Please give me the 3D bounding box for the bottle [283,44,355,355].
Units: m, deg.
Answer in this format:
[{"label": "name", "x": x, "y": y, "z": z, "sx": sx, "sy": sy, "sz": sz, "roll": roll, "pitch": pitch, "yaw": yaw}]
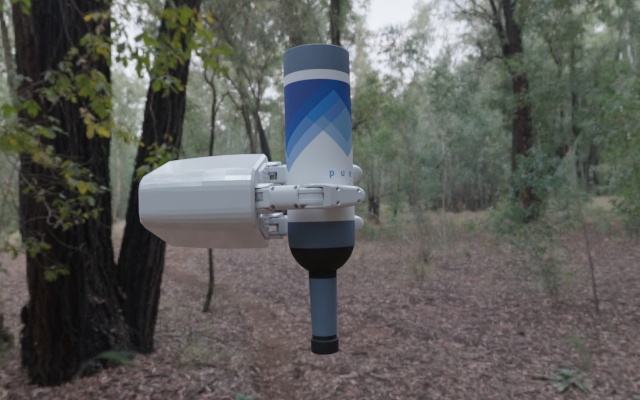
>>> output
[{"label": "bottle", "x": 0.000, "y": 0.001, "z": 0.474, "sx": 0.069, "sy": 0.295, "sz": 0.069, "roll": -2, "pitch": -1, "yaw": 0}]
